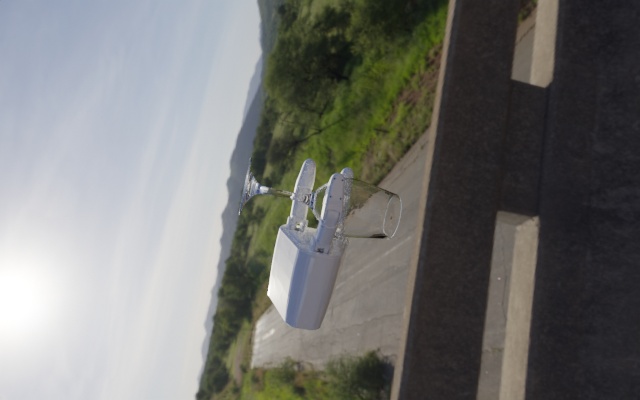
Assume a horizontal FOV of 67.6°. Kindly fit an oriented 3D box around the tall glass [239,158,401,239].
[{"bbox_3d":[-0.001,0.002,0.621,0.201,0.079,0.079,11,-2,-9],"label":"tall glass"}]
